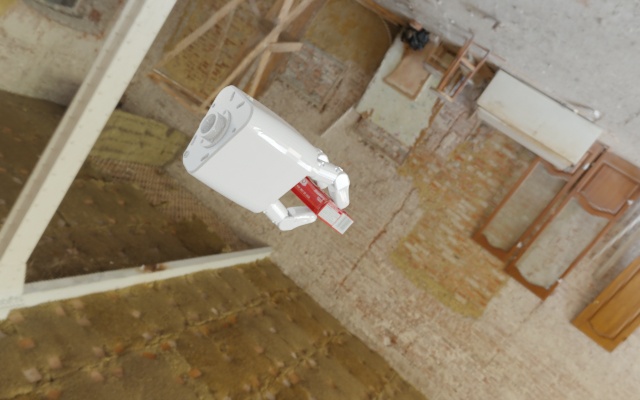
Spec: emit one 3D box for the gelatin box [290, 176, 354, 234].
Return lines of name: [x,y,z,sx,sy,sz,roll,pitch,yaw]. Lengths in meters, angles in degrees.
gelatin box: [0.000,0.003,0.662,0.073,0.030,0.089,45,3,34]
